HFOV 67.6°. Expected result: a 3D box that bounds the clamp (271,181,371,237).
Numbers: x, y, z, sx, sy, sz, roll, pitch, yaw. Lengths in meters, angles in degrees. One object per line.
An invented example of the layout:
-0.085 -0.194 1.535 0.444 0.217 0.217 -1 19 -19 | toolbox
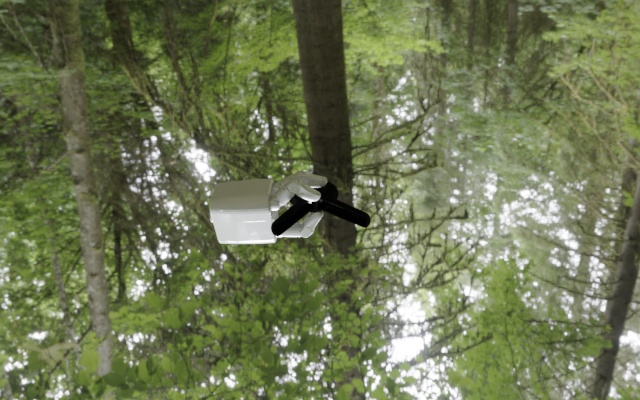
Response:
0.000 0.003 0.862 0.164 0.036 0.210 -1 26 0 | clamp
